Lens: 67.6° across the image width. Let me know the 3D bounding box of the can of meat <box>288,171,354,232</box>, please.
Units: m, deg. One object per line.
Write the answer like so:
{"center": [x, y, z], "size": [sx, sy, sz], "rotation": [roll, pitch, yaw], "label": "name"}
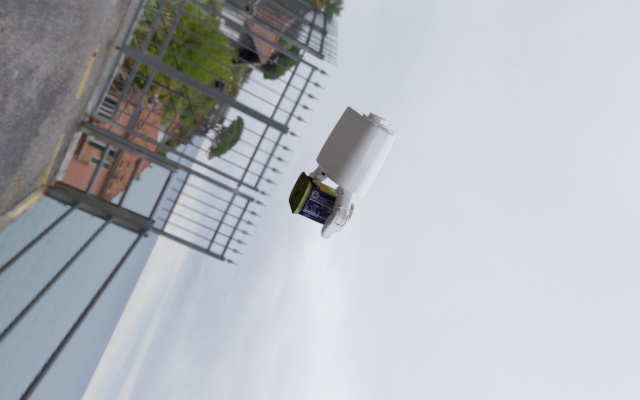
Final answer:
{"center": [0.000, 0.003, 0.773], "size": [0.084, 0.057, 0.102], "rotation": [25, 11, -15], "label": "can of meat"}
